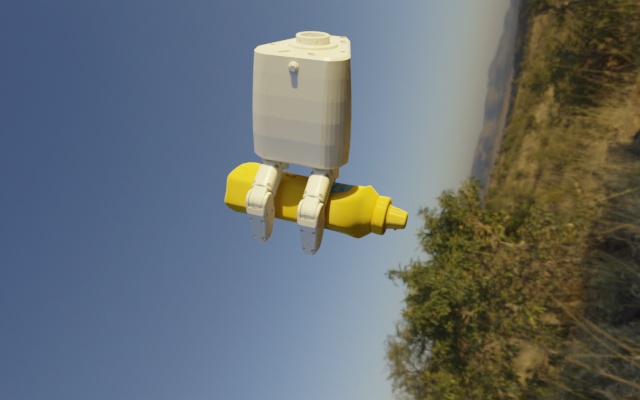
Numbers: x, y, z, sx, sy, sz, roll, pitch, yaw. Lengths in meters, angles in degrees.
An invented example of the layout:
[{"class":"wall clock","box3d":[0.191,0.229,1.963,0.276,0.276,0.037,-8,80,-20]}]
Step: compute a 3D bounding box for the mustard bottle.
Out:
[{"class":"mustard bottle","box3d":[0.000,0.002,0.525,0.191,0.058,0.096,12,8,16]}]
